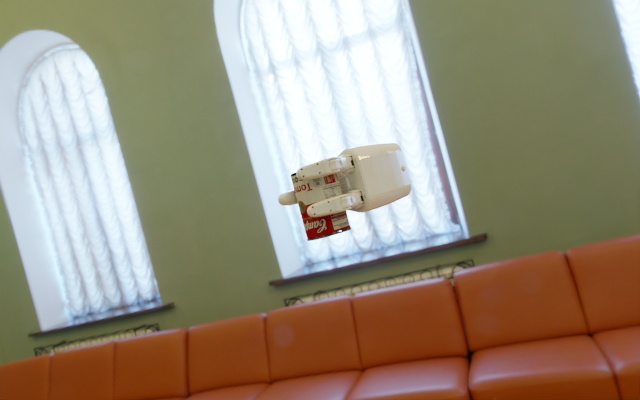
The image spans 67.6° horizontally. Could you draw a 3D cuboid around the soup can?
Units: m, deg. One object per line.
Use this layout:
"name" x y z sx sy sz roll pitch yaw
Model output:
"soup can" 0.000 0.002 0.707 0.068 0.102 0.068 -15 0 0
